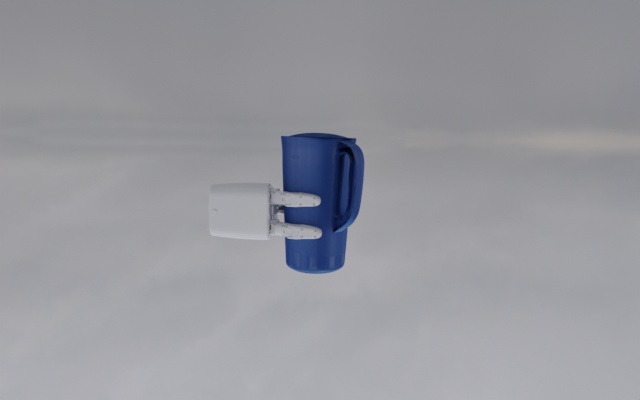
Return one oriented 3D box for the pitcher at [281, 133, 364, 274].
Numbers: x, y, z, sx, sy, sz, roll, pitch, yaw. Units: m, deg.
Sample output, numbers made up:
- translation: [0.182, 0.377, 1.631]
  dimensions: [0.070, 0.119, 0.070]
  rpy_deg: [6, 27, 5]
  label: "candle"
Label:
- translation: [0.000, 0.003, 0.846]
  dimensions: [0.145, 0.243, 0.149]
  rpy_deg: [2, 8, 3]
  label: "pitcher"
